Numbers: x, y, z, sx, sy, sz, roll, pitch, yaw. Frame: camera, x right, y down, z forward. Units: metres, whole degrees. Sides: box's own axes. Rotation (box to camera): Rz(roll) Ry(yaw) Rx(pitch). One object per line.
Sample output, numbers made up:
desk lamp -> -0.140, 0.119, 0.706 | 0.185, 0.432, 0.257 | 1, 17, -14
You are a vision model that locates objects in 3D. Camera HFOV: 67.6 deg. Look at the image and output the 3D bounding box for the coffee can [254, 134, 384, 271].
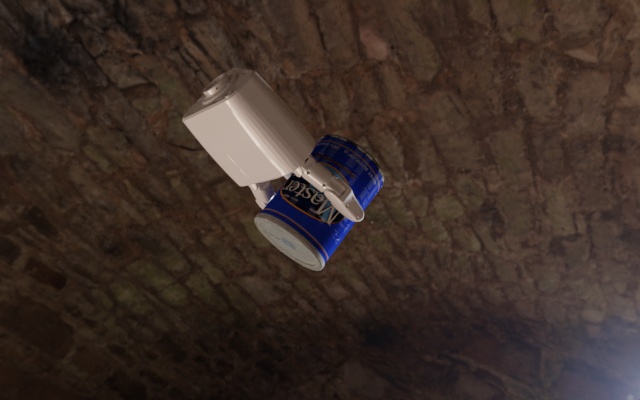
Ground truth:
coffee can -> 0.000, 0.002, 0.602 | 0.103, 0.140, 0.103 | 33, -21, 14
